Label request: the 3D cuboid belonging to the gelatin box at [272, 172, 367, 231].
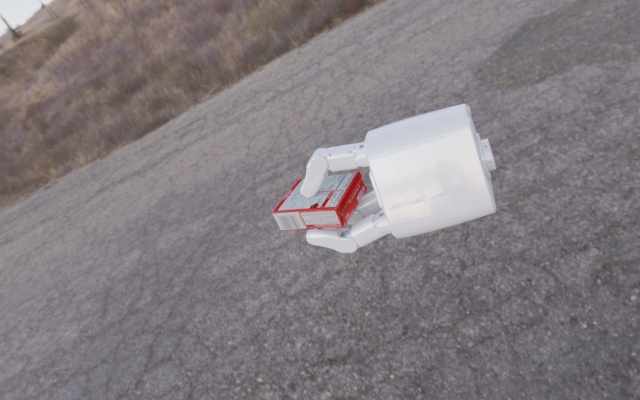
[{"bbox_3d":[0.000,0.001,0.552,0.089,0.030,0.073,-4,33,31],"label":"gelatin box"}]
